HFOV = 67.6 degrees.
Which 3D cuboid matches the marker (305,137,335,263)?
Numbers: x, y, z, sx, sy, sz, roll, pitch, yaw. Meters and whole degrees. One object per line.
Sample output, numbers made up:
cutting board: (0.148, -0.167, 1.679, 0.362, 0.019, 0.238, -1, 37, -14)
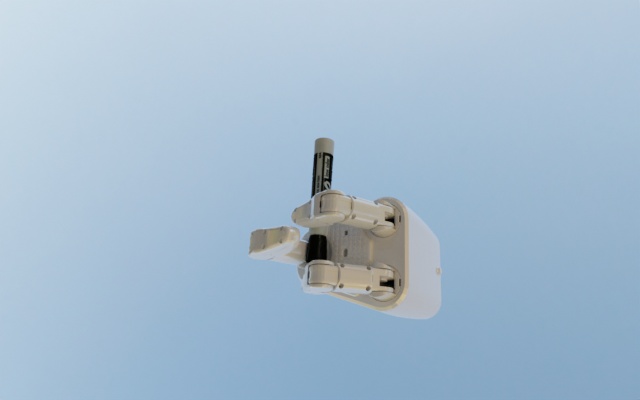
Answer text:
marker: (0.000, 0.001, 0.430, 0.020, 0.121, 0.020, 3, -19, 1)
